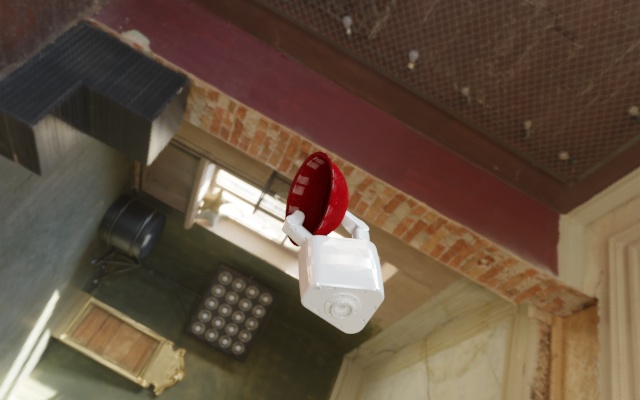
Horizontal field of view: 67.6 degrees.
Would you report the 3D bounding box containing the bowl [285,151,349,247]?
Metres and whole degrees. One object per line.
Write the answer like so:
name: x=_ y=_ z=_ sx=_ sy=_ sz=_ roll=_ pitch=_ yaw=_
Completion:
bowl: x=0.000 y=0.002 z=0.799 sx=0.055 sy=0.162 sz=0.162 roll=15 pitch=-7 yaw=-27
